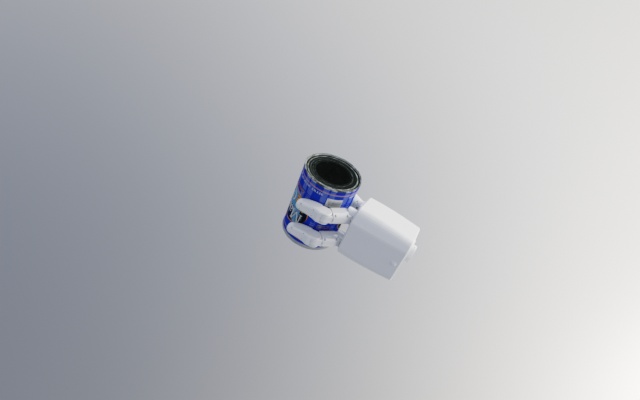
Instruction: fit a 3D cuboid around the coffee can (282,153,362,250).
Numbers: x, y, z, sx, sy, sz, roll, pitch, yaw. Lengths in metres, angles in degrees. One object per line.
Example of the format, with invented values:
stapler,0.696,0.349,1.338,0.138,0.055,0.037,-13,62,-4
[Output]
coffee can,0.000,0.003,0.841,0.103,0.140,0.102,14,38,-11
